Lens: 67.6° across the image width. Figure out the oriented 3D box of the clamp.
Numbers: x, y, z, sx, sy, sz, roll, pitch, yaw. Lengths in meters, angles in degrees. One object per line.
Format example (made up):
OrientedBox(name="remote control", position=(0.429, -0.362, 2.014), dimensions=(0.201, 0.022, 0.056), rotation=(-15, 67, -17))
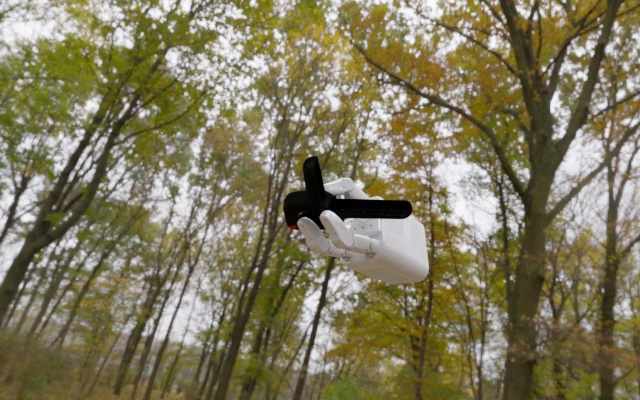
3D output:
OrientedBox(name="clamp", position=(0.000, 0.002, 0.672), dimensions=(0.164, 0.036, 0.210), rotation=(29, -28, -29))
